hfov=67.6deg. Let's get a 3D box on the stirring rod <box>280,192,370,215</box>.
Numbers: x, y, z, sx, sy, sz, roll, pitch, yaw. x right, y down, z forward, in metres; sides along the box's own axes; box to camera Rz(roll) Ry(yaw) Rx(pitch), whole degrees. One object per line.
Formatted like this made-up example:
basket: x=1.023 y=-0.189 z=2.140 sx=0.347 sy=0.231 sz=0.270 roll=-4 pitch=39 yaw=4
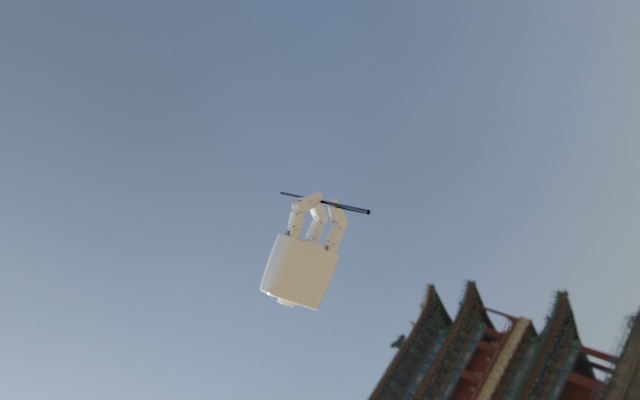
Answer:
stirring rod: x=0.000 y=0.003 z=0.860 sx=0.011 sy=0.011 sz=0.239 roll=0 pitch=8 yaw=-41
